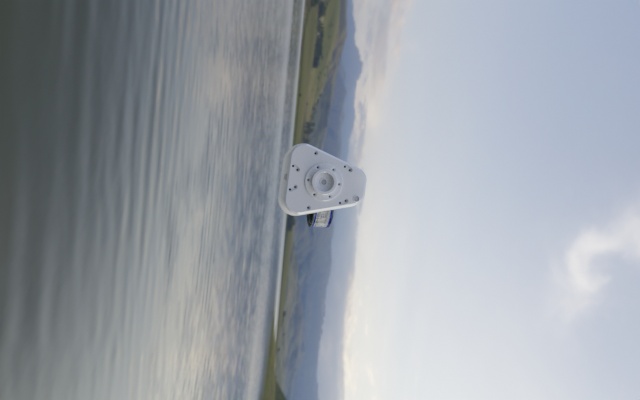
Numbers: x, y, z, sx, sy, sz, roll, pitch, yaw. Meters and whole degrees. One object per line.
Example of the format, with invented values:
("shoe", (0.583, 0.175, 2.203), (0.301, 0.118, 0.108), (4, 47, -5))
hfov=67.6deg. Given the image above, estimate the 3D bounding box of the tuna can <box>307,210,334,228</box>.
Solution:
("tuna can", (0.001, 0.003, 0.799), (0.034, 0.086, 0.086), (5, -1, -10))
